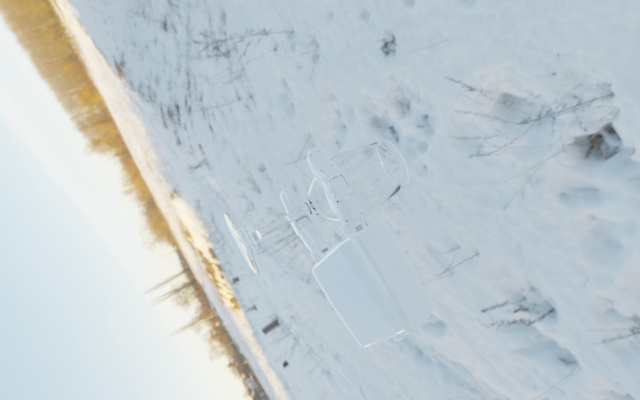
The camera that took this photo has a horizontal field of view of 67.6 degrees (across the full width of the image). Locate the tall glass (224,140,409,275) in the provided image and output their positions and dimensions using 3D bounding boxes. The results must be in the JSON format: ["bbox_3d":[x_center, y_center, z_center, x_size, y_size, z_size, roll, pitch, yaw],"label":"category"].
[{"bbox_3d":[-0.001,0.002,0.533,0.201,0.079,0.079,-28,8,-15],"label":"tall glass"}]
